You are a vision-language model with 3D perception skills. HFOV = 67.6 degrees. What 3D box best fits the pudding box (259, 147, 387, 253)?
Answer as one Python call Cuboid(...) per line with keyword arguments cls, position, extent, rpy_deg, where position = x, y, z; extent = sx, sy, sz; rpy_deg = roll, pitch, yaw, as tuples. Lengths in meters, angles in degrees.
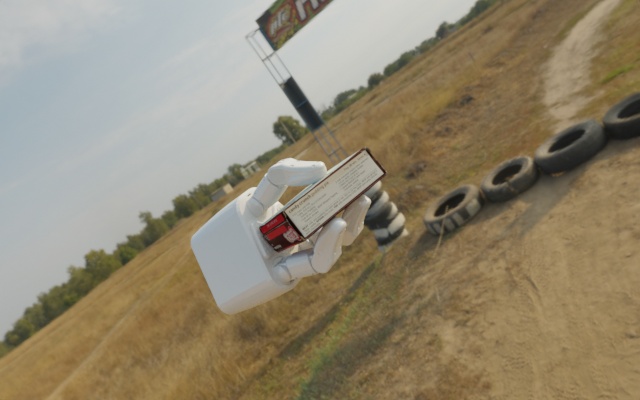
Cuboid(cls="pudding box", position=(0.000, 0.001, 0.474), extent=(0.113, 0.039, 0.090), rpy_deg=(-40, 5, -24))
